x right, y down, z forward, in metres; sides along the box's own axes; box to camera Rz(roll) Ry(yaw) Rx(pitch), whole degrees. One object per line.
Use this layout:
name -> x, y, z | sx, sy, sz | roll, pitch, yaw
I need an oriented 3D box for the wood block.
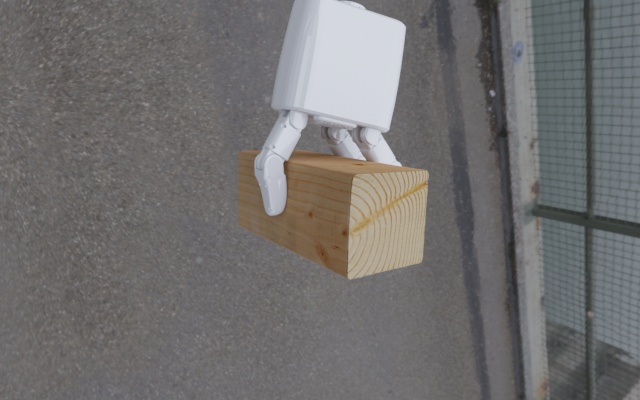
wood block -> 0.000, 0.001, 0.491 | 0.091, 0.090, 0.206 | -5, 13, -35
